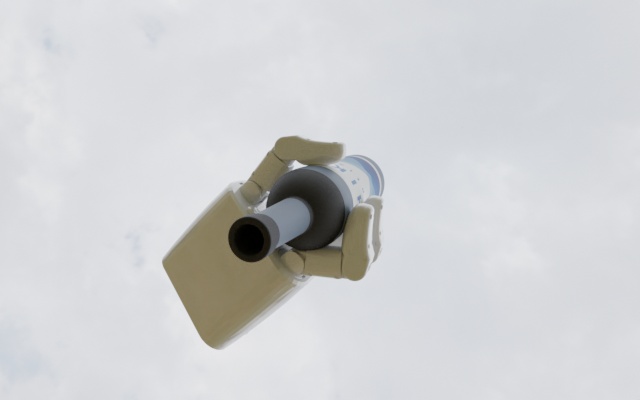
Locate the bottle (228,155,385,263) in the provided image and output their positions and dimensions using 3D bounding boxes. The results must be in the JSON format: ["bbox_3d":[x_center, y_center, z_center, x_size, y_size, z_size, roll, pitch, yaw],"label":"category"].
[{"bbox_3d":[0.000,0.001,0.414,0.069,0.069,0.295,0,8,17],"label":"bottle"}]
